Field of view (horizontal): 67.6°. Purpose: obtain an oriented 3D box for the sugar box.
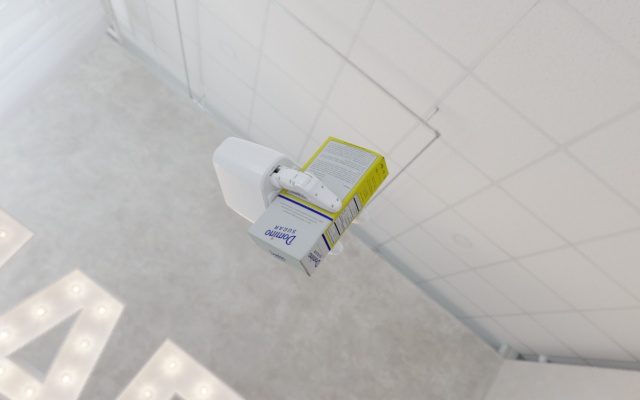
[{"bbox_3d":[0.000,0.002,0.604,0.093,0.176,0.048,25,-23,35],"label":"sugar box"}]
